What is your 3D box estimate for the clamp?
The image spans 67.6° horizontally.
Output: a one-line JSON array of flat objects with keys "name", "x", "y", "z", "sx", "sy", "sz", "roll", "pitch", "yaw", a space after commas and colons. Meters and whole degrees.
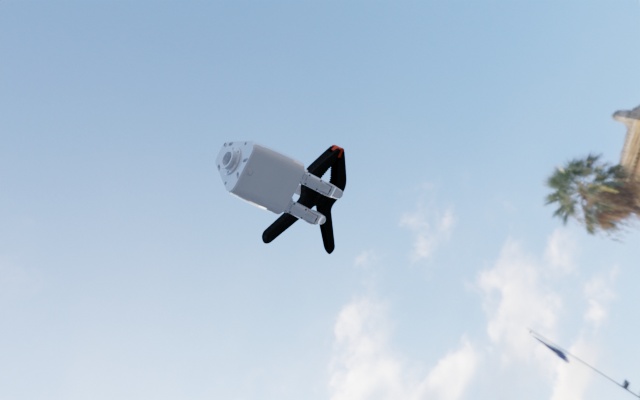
[{"name": "clamp", "x": 0.000, "y": 0.002, "z": 0.875, "sx": 0.164, "sy": 0.210, "sz": 0.036, "roll": 23, "pitch": 6, "yaw": -42}]
